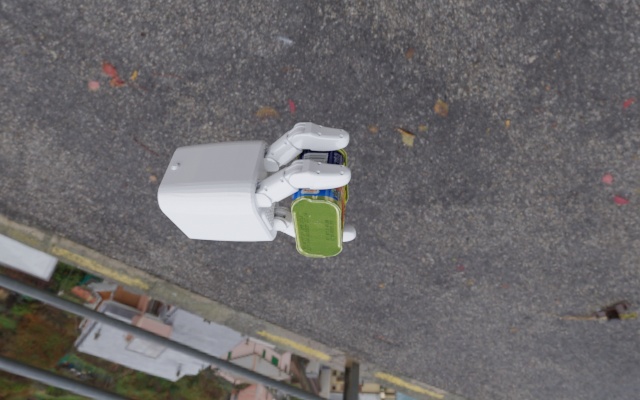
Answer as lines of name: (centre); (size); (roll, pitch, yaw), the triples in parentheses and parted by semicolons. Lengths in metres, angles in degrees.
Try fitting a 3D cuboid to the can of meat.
can of meat: (0.000, 0.002, 0.529); (0.057, 0.083, 0.102); (1, -43, 6)
